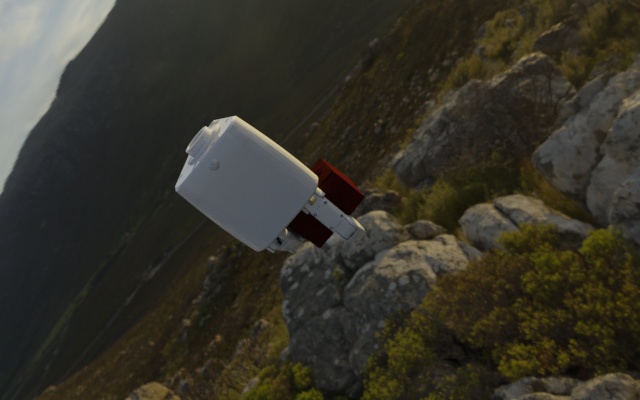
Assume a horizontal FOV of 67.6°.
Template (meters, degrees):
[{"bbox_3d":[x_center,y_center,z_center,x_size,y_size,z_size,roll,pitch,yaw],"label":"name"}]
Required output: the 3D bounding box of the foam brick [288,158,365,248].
[{"bbox_3d":[0.000,0.002,0.527,0.051,0.078,0.053,38,7,-23],"label":"foam brick"}]
